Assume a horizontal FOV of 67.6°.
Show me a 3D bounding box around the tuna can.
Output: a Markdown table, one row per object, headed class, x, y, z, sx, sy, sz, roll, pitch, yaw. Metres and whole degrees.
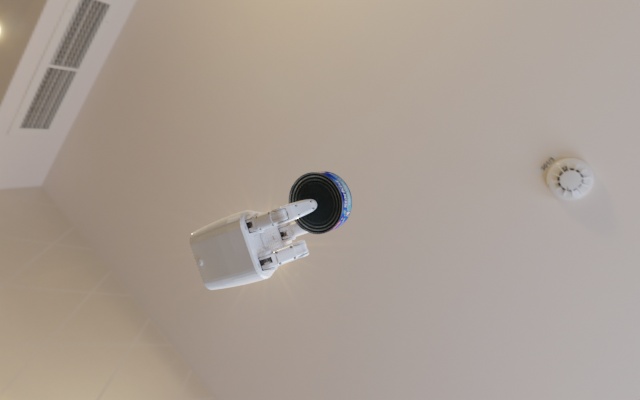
| class | x | y | z | sx | sy | sz | roll | pitch | yaw |
| --- | --- | --- | --- | --- | --- | --- | --- | --- | --- |
| tuna can | 0.000 | 0.002 | 0.666 | 0.086 | 0.086 | 0.034 | 0 | 7 | 30 |
